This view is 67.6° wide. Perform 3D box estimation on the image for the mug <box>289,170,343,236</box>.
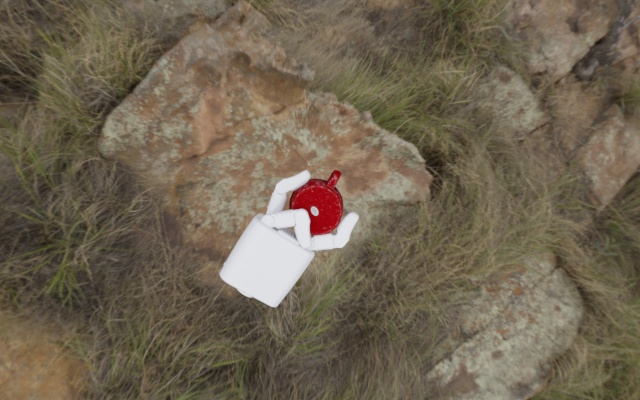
[{"bbox_3d":[0.001,0.001,0.775,0.093,0.117,0.081,34,4,-4],"label":"mug"}]
